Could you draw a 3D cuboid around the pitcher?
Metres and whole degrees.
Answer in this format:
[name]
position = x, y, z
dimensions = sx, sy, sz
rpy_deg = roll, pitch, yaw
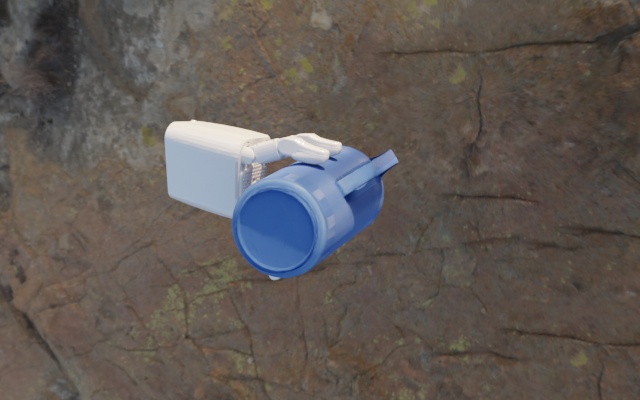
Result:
[pitcher]
position = 0.000, 0.002, 0.595
dimensions = 0.145, 0.149, 0.243
rpy_deg = 16, 16, 15
